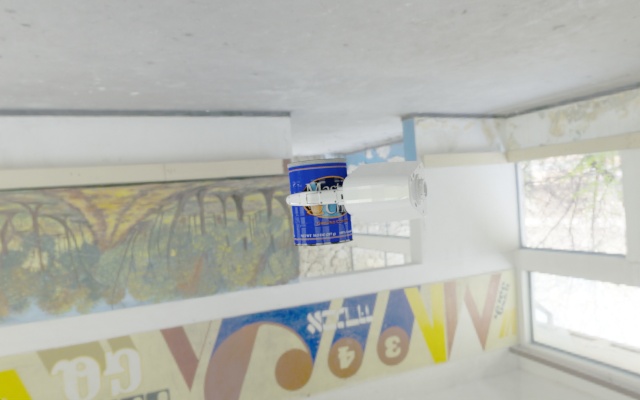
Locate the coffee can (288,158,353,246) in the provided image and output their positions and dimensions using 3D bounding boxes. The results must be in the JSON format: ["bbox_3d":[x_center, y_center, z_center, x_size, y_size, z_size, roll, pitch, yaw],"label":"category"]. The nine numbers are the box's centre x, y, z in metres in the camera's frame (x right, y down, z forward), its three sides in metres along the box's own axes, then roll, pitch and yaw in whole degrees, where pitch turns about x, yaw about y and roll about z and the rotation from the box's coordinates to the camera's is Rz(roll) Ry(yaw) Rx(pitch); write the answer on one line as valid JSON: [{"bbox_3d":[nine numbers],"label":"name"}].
[{"bbox_3d":[0.000,0.003,0.822,0.103,0.140,0.103,-5,1,0],"label":"coffee can"}]
